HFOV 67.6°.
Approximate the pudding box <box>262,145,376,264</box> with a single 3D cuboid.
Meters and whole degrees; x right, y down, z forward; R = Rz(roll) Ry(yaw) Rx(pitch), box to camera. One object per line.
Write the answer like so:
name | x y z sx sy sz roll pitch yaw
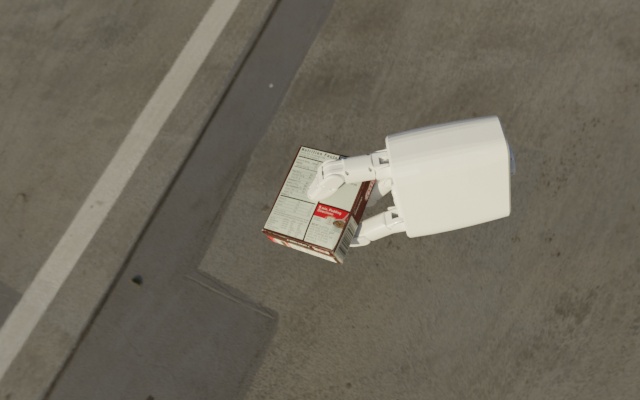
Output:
pudding box | 0.000 0.002 0.522 0.090 0.113 0.039 16 -21 23
